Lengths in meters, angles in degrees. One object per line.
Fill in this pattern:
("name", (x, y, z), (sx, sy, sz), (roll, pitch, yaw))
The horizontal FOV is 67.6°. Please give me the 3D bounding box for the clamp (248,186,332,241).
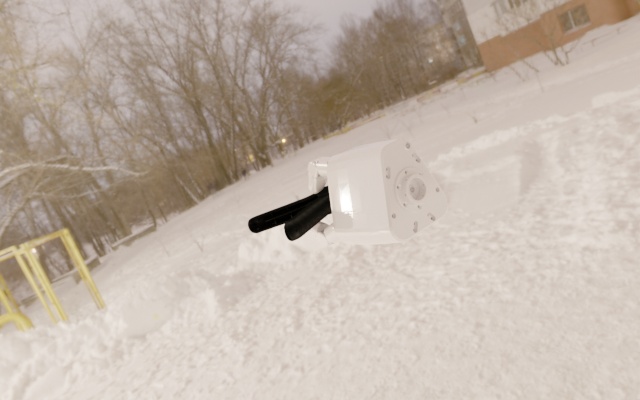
("clamp", (0.000, 0.001, 0.689), (0.210, 0.036, 0.164), (-28, 13, -30))
